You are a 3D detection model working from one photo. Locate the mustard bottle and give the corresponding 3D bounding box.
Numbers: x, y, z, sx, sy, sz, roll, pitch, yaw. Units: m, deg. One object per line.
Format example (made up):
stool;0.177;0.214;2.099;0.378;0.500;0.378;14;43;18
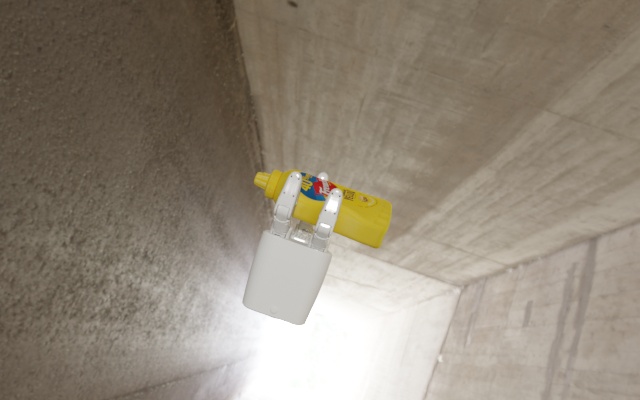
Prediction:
mustard bottle;0.000;0.002;0.659;0.191;0.058;0.096;20;26;2
